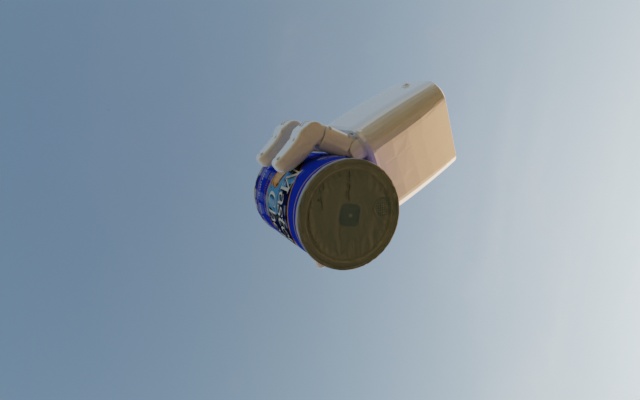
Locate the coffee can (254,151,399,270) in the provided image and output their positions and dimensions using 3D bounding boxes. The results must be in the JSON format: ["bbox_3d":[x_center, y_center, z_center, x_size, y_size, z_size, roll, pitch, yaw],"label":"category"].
[{"bbox_3d":[0.000,0.002,0.489,0.103,0.103,0.140,0,10,-24],"label":"coffee can"}]
